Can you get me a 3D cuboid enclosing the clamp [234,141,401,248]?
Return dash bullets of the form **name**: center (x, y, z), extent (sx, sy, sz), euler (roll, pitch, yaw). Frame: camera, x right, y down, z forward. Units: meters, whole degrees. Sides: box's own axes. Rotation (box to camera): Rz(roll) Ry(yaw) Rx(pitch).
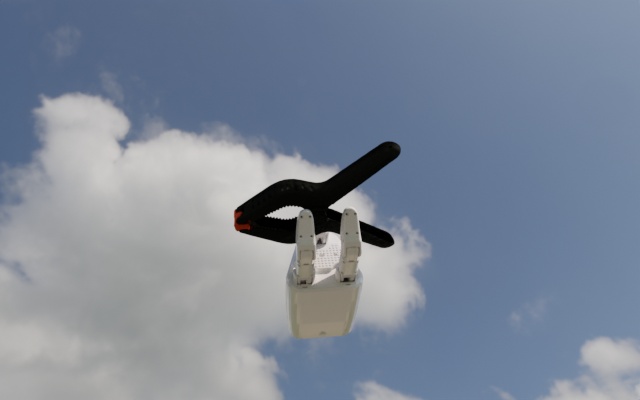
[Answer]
- **clamp**: center (-0.001, 0.002, 0.581), extent (0.210, 0.165, 0.036), euler (-3, 40, -9)
